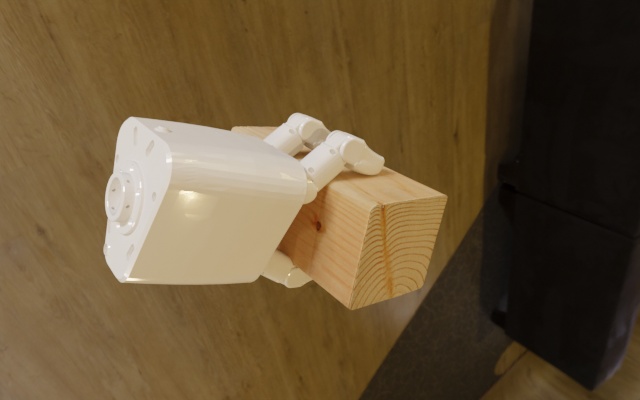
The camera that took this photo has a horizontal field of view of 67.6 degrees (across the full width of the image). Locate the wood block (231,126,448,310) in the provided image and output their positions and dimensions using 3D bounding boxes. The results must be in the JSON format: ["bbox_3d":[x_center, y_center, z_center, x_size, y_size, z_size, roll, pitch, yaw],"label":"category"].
[{"bbox_3d":[0.000,0.002,0.446,0.090,0.091,0.206,-7,27,-38],"label":"wood block"}]
